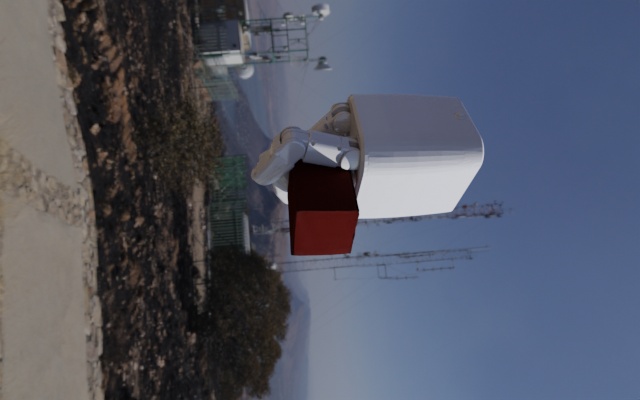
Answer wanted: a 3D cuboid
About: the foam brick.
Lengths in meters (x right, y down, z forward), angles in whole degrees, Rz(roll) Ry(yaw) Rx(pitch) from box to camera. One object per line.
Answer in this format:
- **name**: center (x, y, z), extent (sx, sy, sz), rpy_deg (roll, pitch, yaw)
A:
- **foam brick**: center (0.000, 0.002, 0.406), extent (0.051, 0.053, 0.078), rpy_deg (2, 43, -8)
